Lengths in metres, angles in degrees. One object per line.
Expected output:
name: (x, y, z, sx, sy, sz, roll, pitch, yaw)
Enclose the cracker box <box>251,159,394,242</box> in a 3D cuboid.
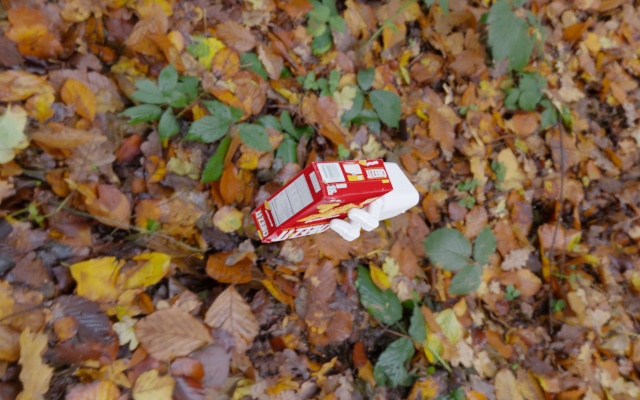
cracker box: (0.000, 0.003, 0.868, 0.164, 0.072, 0.214, -7, -19, -40)
